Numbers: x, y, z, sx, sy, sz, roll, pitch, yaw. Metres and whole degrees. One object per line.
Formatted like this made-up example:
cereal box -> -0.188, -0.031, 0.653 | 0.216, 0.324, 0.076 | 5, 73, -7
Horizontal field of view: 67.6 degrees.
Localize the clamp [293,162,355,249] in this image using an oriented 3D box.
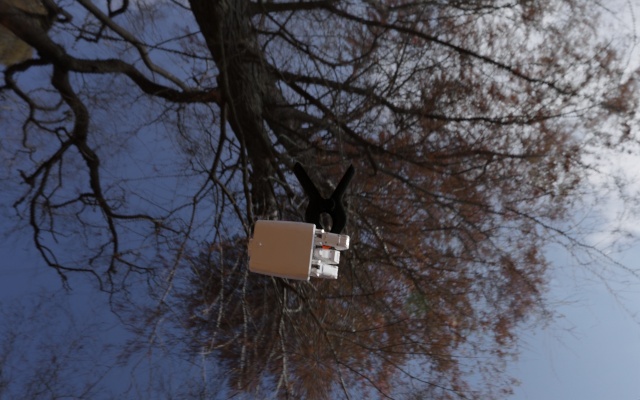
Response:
clamp -> 0.000, 0.003, 0.899 | 0.120, 0.171, 0.039 | 8, -18, -3
